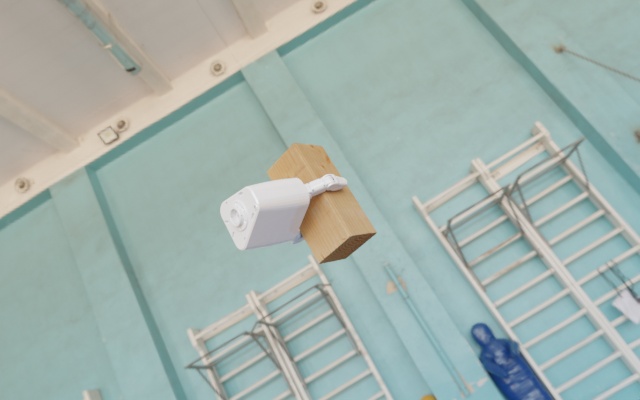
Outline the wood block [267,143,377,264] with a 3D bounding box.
[{"bbox_3d":[0.000,0.003,0.883,0.091,0.206,0.090,-43,-24,30],"label":"wood block"}]
